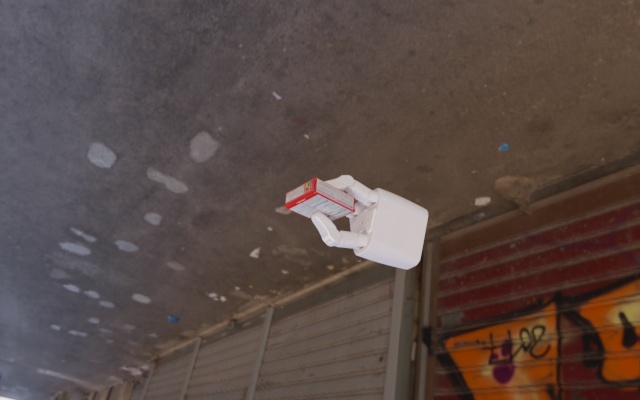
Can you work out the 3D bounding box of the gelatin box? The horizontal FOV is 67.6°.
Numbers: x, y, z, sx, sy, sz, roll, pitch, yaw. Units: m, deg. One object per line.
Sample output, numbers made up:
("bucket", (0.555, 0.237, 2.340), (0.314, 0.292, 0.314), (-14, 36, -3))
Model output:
("gelatin box", (0.000, 0.003, 0.759), (0.089, 0.030, 0.073), (25, -35, -35))
